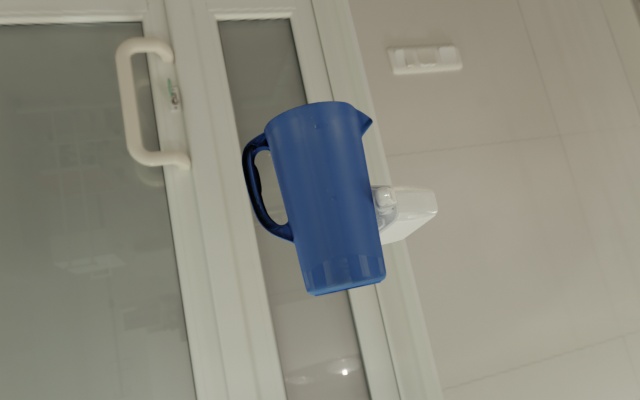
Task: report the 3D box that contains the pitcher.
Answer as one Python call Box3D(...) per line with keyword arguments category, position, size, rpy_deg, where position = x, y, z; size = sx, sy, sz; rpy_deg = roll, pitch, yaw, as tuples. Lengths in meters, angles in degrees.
Box3D(category="pitcher", position=(0.000, 0.002, 0.646), size=(0.145, 0.242, 0.149), rpy_deg=(-1, -15, -45))
